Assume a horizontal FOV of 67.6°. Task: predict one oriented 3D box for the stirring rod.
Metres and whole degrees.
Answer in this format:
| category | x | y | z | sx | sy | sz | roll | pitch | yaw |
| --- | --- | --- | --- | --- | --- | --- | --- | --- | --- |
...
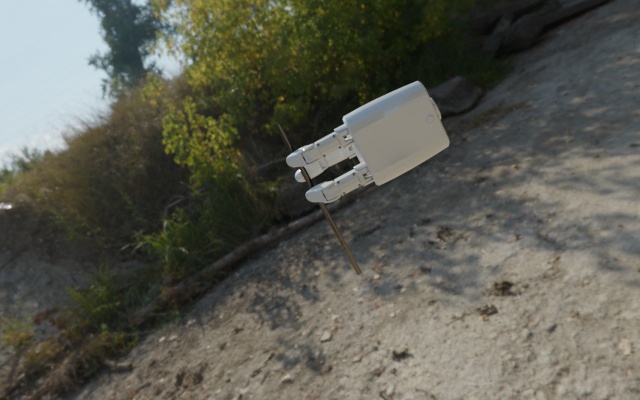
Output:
| category | x | y | z | sx | sy | sz | roll | pitch | yaw |
| --- | --- | --- | --- | --- | --- | --- | --- | --- | --- |
| stirring rod | 0.000 | 0.002 | 0.660 | 0.011 | 0.239 | 0.011 | -27 | 14 | 7 |
